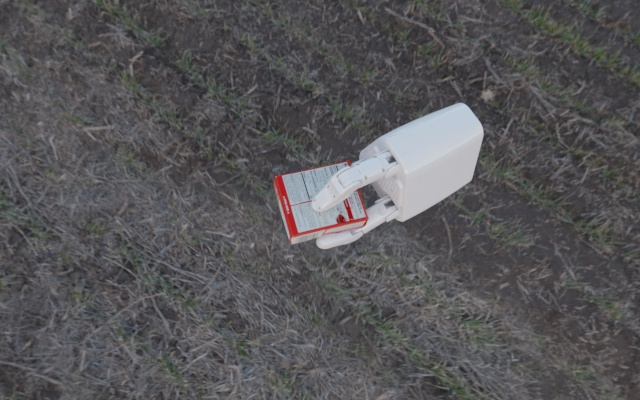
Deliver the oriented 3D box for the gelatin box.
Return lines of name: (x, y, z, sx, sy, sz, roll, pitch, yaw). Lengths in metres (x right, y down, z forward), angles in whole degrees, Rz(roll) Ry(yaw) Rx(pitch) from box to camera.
gelatin box: (0.000, 0.002, 0.526, 0.089, 0.073, 0.030, -13, -20, -13)
